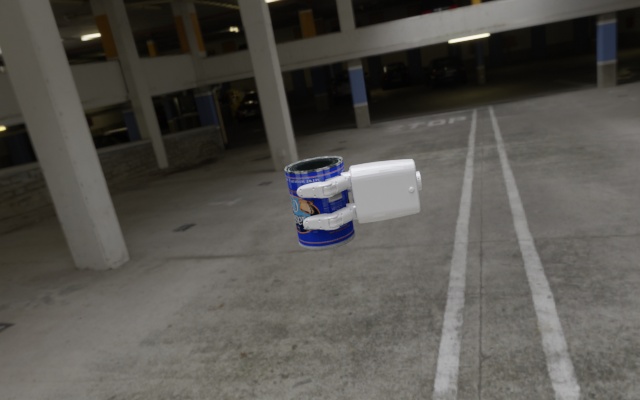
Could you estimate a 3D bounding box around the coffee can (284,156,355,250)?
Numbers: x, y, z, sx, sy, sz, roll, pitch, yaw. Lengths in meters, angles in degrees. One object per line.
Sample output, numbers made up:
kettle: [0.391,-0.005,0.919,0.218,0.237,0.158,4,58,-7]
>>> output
coffee can: [0.000,0.003,0.837,0.103,0.140,0.102,-10,16,3]
